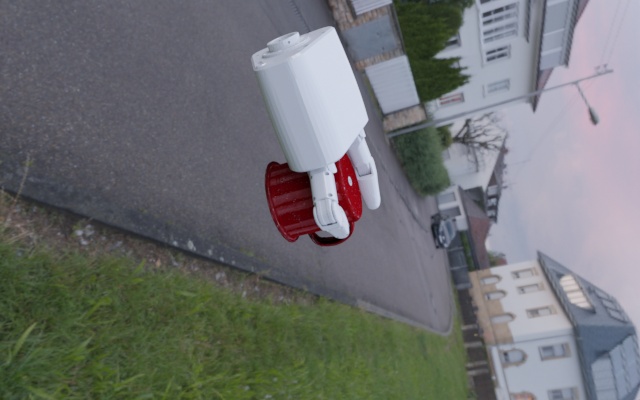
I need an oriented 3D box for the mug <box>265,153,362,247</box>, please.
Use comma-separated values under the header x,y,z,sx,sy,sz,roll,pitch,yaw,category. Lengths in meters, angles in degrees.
x,y,z,sx,sy,sz,roll,pitch,yaw,category
0.001,0.003,0.525,0.081,0.117,0.093,-15,27,15,mug
